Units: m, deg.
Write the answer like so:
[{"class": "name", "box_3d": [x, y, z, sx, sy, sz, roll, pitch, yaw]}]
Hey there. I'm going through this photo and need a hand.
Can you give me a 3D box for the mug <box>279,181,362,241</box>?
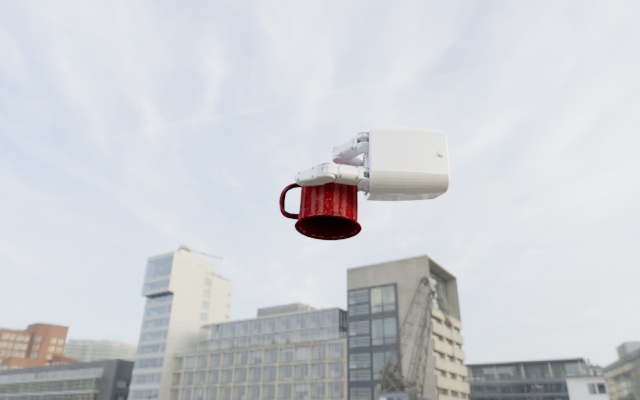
[{"class": "mug", "box_3d": [-0.001, 0.002, 0.676, 0.117, 0.081, 0.093, 2, -26, 0]}]
